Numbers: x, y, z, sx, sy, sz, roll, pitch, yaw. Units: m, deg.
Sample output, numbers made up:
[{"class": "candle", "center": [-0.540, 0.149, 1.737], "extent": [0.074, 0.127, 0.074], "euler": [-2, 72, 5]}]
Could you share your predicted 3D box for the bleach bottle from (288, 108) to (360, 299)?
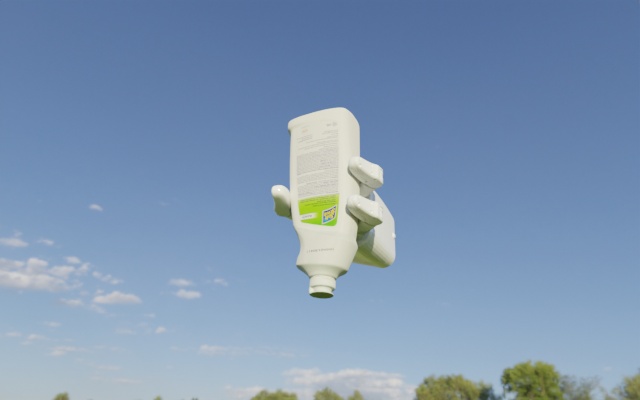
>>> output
[{"class": "bleach bottle", "center": [0.000, 0.002, 0.621], "extent": [0.102, 0.250, 0.068], "euler": [-11, -31, 26]}]
